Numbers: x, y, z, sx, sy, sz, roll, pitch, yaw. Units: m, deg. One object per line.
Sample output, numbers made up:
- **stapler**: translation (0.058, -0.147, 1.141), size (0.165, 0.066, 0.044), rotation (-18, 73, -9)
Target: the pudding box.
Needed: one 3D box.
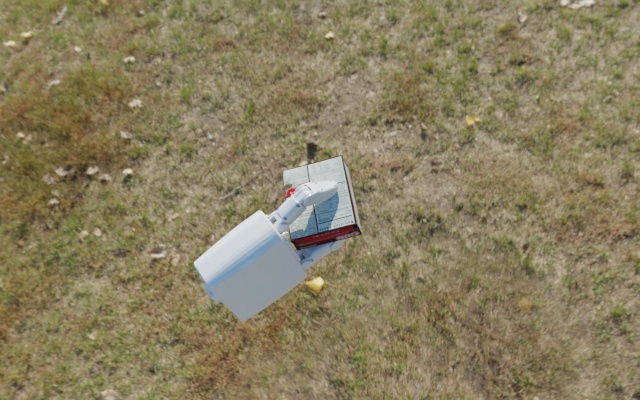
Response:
- **pudding box**: translation (0.000, 0.002, 0.635), size (0.090, 0.113, 0.039), rotation (-14, -29, 8)
